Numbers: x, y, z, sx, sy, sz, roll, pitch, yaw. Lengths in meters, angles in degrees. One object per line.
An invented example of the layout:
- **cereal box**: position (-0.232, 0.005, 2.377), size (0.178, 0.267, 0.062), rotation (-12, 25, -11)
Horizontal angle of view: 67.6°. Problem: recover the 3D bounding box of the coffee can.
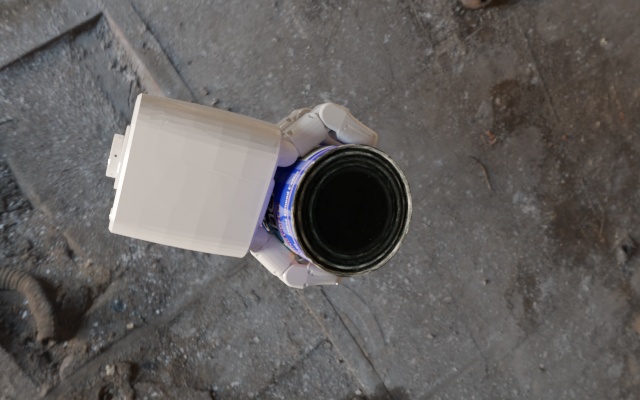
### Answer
- **coffee can**: position (0.000, 0.001, 0.426), size (0.103, 0.103, 0.140), rotation (0, 6, -23)
